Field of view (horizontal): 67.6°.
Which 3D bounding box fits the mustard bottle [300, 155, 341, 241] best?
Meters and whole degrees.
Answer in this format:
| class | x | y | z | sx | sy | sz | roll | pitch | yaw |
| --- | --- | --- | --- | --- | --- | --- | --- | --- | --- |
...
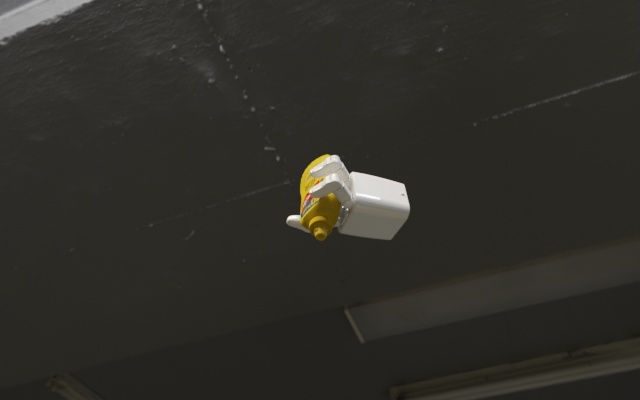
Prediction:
| class | x | y | z | sx | sy | sz | roll | pitch | yaw |
| --- | --- | --- | --- | --- | --- | --- | --- | --- | --- |
| mustard bottle | 0.000 | 0.003 | 0.887 | 0.058 | 0.191 | 0.096 | 31 | -58 | -24 |
